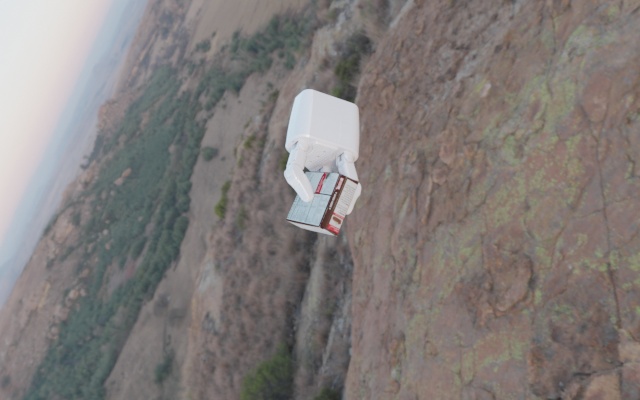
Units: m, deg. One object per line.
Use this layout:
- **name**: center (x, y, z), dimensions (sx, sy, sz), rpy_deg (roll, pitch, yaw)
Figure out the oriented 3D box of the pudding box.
- **pudding box**: center (0.000, 0.002, 0.739), dimensions (0.039, 0.090, 0.113), rpy_deg (26, -9, -28)
